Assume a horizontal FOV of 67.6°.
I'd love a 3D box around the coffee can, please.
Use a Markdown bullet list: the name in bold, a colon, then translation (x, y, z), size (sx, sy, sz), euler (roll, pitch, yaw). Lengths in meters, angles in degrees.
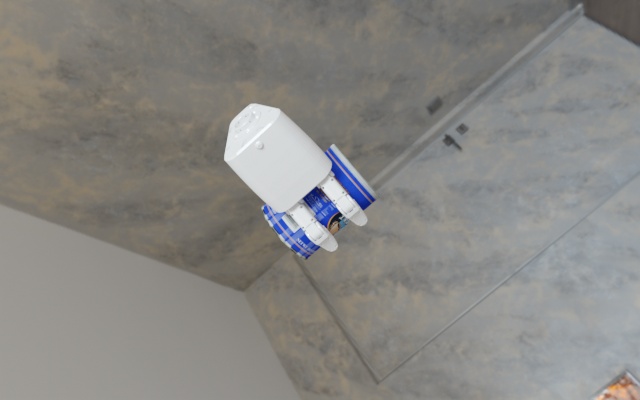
- **coffee can**: translation (0.000, 0.002, 0.694), size (0.140, 0.103, 0.103), euler (-41, -5, 6)
